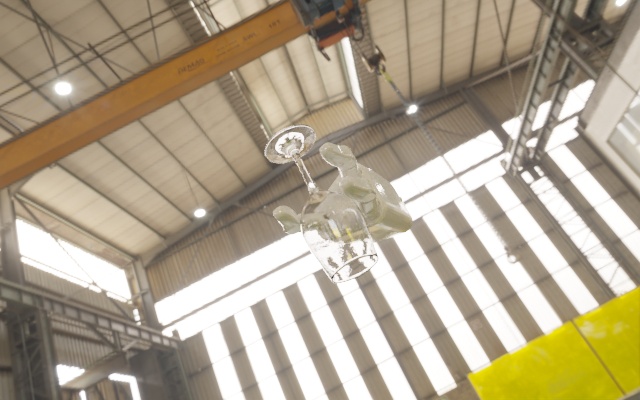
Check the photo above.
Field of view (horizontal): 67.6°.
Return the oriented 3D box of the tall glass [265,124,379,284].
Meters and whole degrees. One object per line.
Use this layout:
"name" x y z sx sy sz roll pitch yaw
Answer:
"tall glass" 0.000 0.001 0.599 0.079 0.201 0.079 -21 -28 -12
